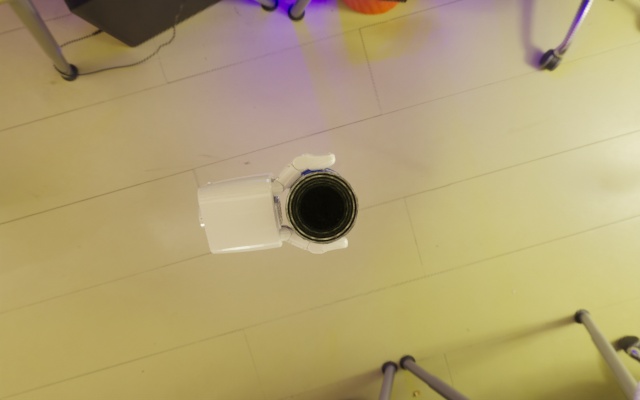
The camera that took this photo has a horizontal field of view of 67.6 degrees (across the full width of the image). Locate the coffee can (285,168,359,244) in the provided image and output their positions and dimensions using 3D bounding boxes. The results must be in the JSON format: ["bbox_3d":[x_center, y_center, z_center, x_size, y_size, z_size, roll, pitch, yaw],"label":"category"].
[{"bbox_3d":[0.000,0.002,0.728,0.103,0.103,0.140,0,7,-2],"label":"coffee can"}]
